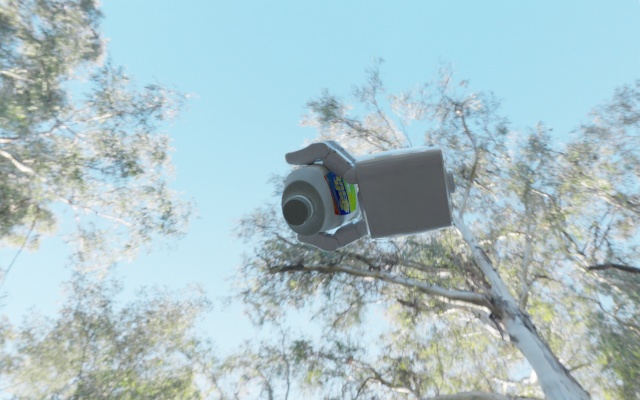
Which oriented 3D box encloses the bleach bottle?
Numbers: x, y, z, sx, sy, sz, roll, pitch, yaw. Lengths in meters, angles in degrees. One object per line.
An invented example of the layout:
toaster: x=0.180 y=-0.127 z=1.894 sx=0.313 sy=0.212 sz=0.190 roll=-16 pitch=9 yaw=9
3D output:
bleach bottle: x=0.000 y=0.002 z=0.620 sx=0.068 sy=0.102 sz=0.251 roll=-9 pitch=7 yaw=13
